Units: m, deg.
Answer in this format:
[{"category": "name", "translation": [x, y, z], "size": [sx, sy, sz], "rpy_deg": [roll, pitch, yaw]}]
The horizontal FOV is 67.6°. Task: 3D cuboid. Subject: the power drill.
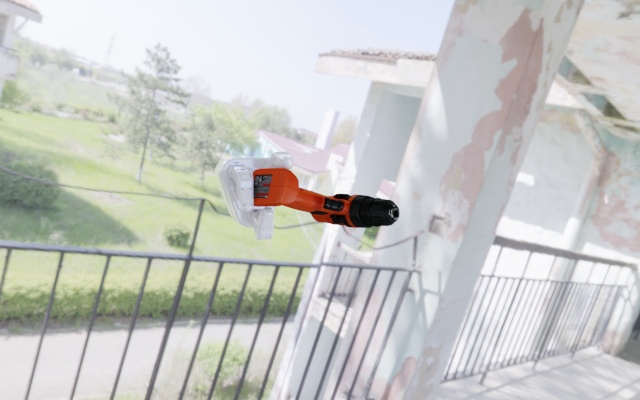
[{"category": "power drill", "translation": [0.000, 0.002, 0.716], "size": [0.188, 0.057, 0.184], "rpy_deg": [18, -12, -37]}]
